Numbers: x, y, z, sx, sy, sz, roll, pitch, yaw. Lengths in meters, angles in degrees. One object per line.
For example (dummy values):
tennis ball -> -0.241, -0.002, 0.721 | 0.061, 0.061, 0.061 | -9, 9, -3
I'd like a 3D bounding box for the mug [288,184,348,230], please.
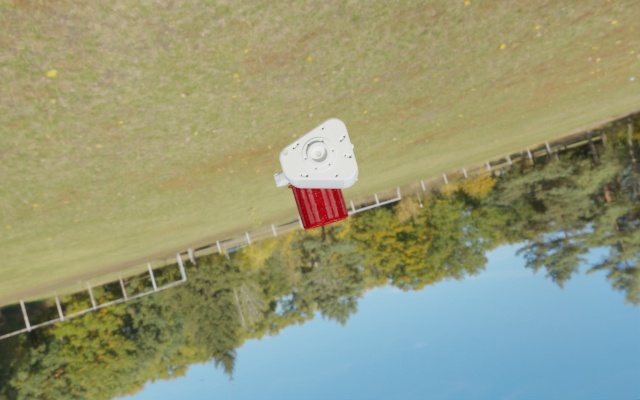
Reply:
mug -> 0.000, 0.003, 0.838 | 0.093, 0.081, 0.117 | -17, -4, 2
